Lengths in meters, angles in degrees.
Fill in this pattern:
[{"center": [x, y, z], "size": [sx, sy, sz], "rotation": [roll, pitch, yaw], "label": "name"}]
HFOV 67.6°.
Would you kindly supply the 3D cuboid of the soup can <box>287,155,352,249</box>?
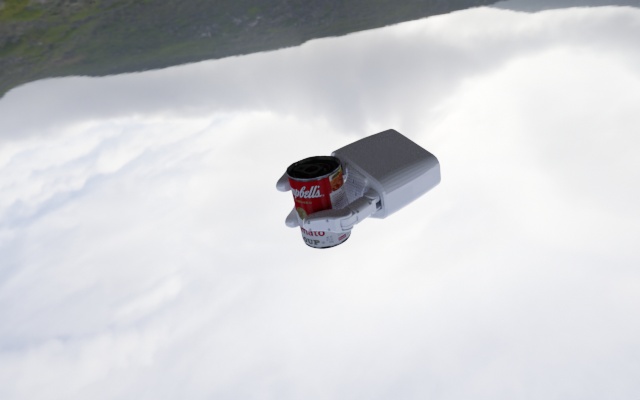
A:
[{"center": [0.000, 0.002, 0.609], "size": [0.068, 0.102, 0.068], "rotation": [-9, 28, 5], "label": "soup can"}]
